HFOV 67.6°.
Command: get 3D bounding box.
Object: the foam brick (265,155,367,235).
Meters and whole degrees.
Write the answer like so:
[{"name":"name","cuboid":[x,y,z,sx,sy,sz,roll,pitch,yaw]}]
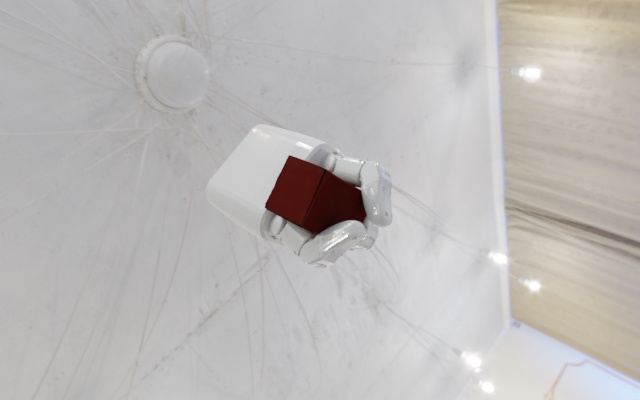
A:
[{"name":"foam brick","cuboid":[0.000,0.001,0.426,0.051,0.053,0.078,26,0,41]}]
